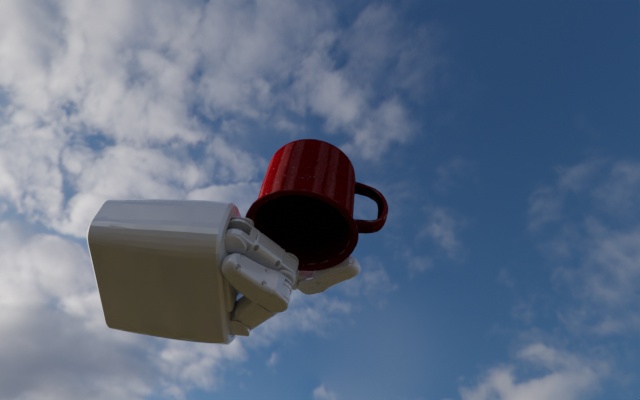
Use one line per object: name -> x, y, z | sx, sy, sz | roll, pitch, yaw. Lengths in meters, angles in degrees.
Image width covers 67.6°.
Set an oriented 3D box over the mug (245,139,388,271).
mug -> 0.002, 0.001, 0.414 | 0.117, 0.093, 0.081 | 4, 42, 4
